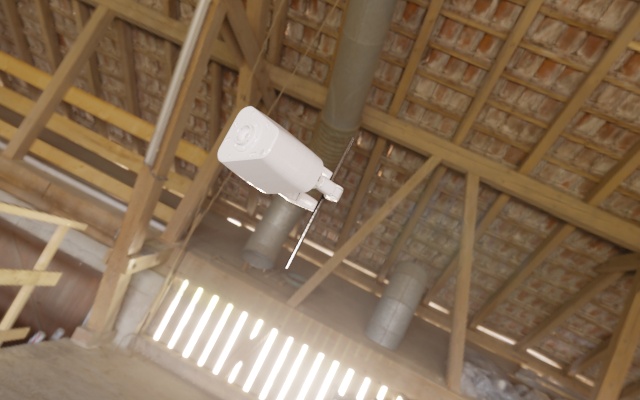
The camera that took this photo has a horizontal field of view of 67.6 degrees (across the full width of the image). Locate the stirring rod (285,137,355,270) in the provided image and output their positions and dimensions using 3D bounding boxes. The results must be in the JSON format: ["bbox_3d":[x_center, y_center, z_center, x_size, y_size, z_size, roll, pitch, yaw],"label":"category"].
[{"bbox_3d":[0.000,0.003,0.778,0.011,0.239,0.011,27,-8,4],"label":"stirring rod"}]
